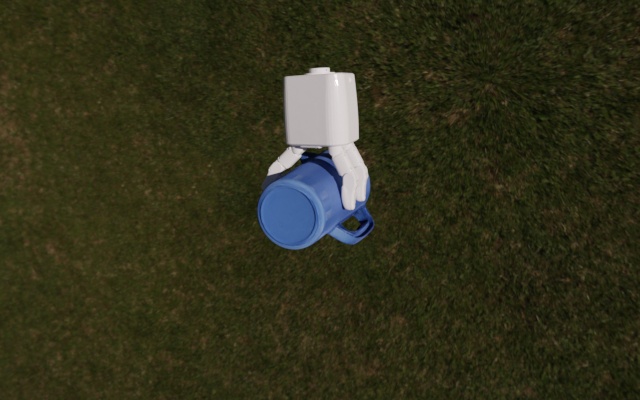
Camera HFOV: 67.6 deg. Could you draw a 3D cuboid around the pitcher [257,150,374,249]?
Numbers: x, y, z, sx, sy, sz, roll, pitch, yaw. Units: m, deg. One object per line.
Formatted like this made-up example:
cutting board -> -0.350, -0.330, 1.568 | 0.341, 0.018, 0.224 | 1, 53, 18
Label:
pitcher -> 0.000, 0.002, 0.795 | 0.149, 0.145, 0.242 | 4, 15, 18
